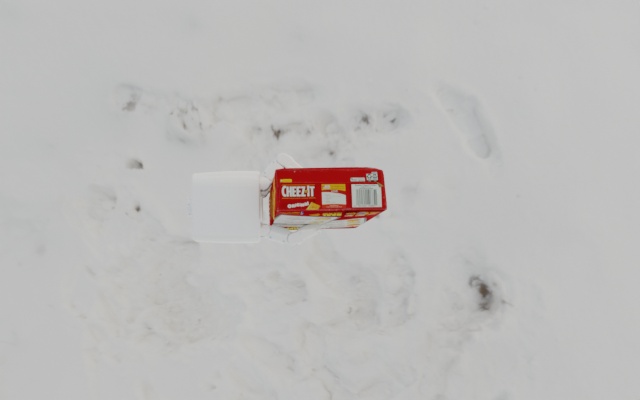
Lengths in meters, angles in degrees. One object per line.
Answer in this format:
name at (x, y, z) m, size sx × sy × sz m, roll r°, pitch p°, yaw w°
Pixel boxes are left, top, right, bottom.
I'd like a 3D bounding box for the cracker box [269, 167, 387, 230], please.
cracker box at (0.000, 0.003, 0.789) m, size 0.164 × 0.072 × 0.214 m, roll -1°, pitch -10°, yaw -9°
